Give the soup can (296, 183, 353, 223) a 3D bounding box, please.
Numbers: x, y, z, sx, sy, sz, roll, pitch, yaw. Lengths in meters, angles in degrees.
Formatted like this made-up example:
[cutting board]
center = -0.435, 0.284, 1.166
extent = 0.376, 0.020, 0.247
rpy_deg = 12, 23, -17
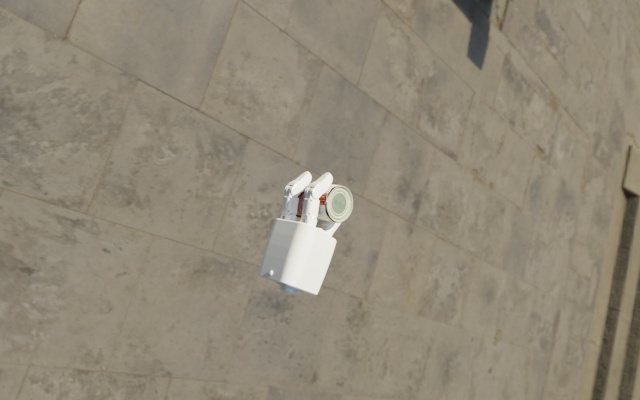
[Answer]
[soup can]
center = 0.001, 0.002, 0.864
extent = 0.068, 0.068, 0.102
rpy_deg = 0, 4, -43
